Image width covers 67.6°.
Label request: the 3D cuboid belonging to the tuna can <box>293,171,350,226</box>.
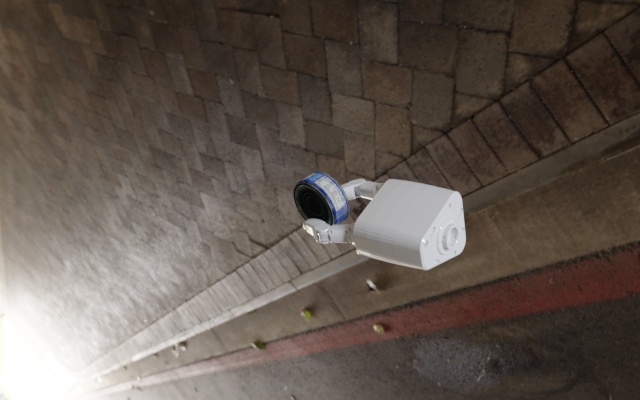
[{"bbox_3d":[0.000,0.003,0.699,0.033,0.086,0.086,-35,21,-33],"label":"tuna can"}]
